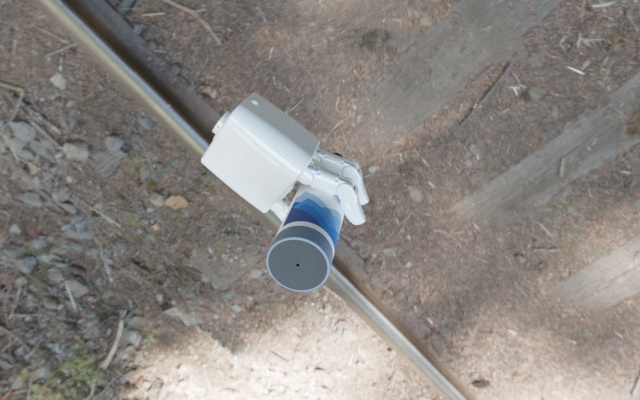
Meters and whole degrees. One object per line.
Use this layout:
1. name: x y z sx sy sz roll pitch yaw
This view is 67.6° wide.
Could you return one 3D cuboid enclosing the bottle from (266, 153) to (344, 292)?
1. bottle: 0.000 0.002 0.616 0.069 0.069 0.295 0 26 10
